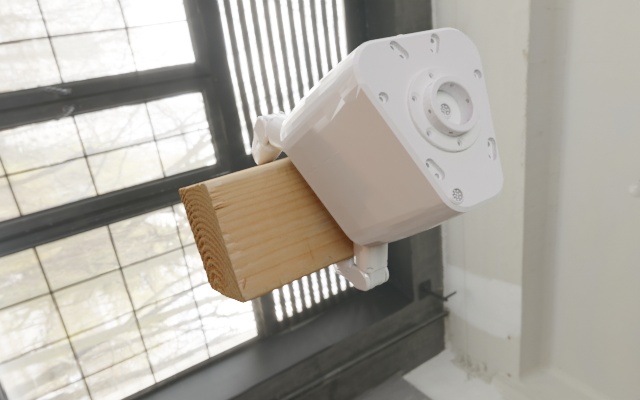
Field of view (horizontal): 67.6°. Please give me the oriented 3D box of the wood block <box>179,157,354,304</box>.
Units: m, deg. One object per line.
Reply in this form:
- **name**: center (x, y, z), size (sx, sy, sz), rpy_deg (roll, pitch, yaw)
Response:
- **wood block**: center (0.000, 0.002, 0.409), size (0.206, 0.091, 0.090), rpy_deg (-19, 7, -28)
